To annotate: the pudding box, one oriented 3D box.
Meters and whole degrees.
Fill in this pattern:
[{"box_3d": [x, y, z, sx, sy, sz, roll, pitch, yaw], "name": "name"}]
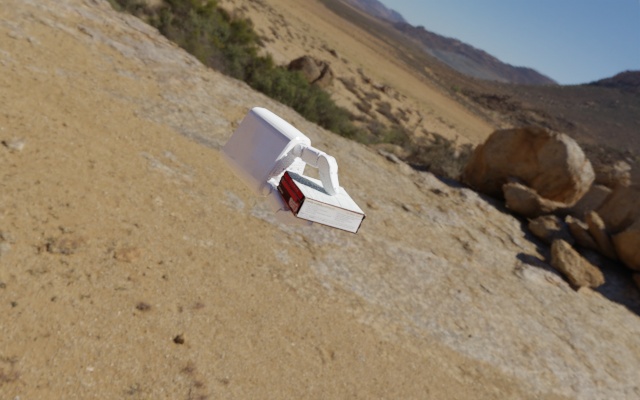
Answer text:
[{"box_3d": [0.000, 0.002, 0.713, 0.113, 0.039, 0.090, 15, 22, -30], "name": "pudding box"}]
